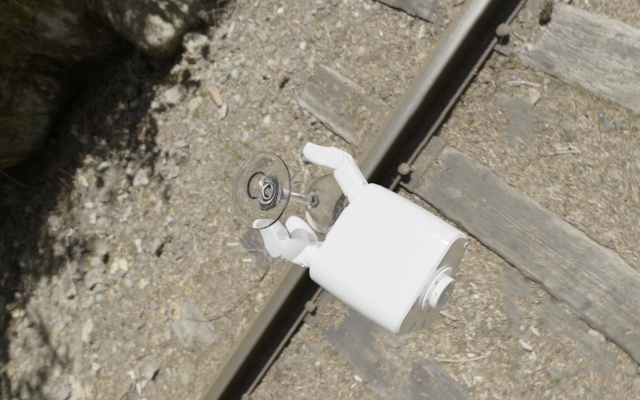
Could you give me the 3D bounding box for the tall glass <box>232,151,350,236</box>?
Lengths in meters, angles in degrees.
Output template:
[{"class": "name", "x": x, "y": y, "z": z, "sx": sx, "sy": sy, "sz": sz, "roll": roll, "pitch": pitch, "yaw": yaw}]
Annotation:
[{"class": "tall glass", "x": 0.000, "y": 0.002, "z": 0.529, "sx": 0.079, "sy": 0.079, "sz": 0.201, "roll": 0, "pitch": -6, "yaw": 35}]
